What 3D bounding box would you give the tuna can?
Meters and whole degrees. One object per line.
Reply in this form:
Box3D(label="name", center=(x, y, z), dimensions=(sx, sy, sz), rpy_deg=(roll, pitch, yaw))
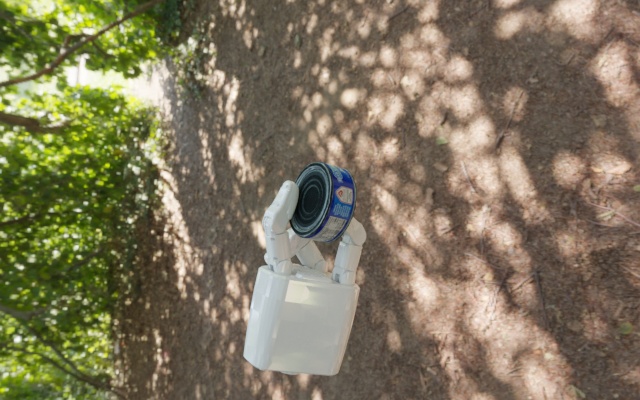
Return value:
Box3D(label="tuna can", center=(0.000, 0.002, 0.520), dimensions=(0.034, 0.086, 0.086), rpy_deg=(15, -8, -33))
